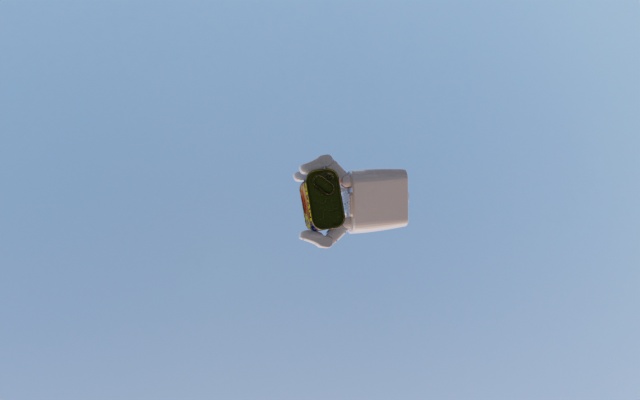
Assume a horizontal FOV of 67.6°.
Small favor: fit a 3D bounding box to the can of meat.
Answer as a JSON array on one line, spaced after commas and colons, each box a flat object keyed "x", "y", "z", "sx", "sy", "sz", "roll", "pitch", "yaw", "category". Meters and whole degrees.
[{"x": 0.000, "y": 0.003, "z": 0.829, "sx": 0.057, "sy": 0.102, "sz": 0.084, "roll": -8, "pitch": -6, "yaw": -13, "category": "can of meat"}]
